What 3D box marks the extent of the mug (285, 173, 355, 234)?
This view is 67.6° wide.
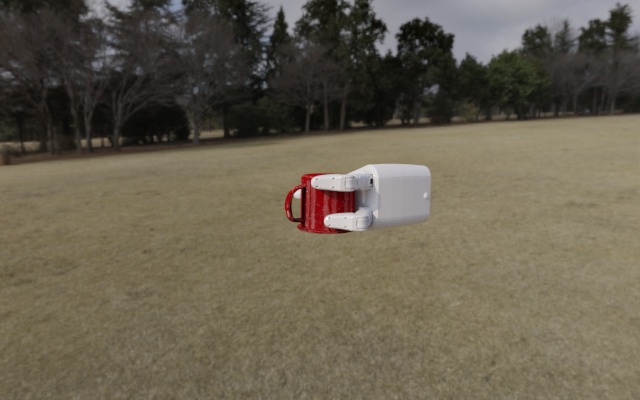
[{"bbox_3d":[-0.001,0.002,0.715,0.117,0.081,0.093,-3,9,-28],"label":"mug"}]
